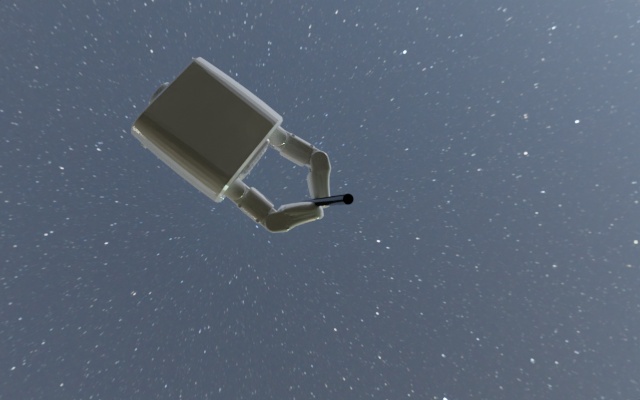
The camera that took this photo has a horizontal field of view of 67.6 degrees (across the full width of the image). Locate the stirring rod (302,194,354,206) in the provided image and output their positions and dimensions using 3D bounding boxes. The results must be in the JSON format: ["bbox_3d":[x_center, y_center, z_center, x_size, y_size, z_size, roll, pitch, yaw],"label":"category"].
[{"bbox_3d":[0.000,0.001,0.461,0.011,0.011,0.239,0,-1,-9],"label":"stirring rod"}]
